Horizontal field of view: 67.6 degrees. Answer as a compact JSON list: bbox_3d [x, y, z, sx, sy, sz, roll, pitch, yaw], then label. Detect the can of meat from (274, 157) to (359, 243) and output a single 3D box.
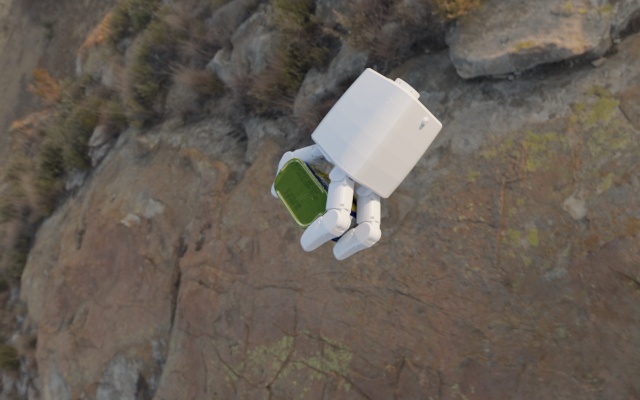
[{"bbox_3d":[0.000,0.002,0.577,0.084,0.057,0.102,27,20,-48],"label":"can of meat"}]
